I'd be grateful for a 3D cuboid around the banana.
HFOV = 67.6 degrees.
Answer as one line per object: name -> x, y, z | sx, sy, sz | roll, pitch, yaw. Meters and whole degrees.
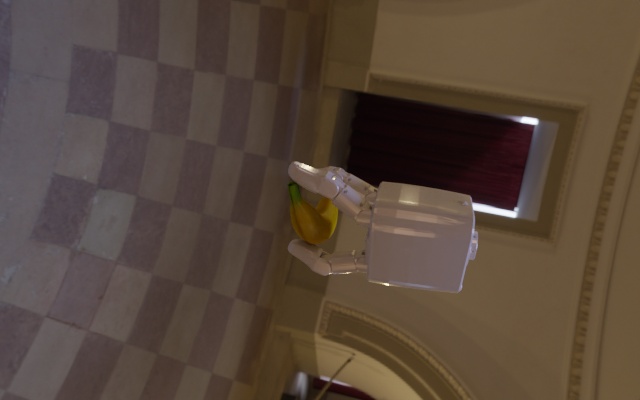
banana -> -0.002, 0.020, 0.604 | 0.037, 0.069, 0.198 | 4, -3, 12
